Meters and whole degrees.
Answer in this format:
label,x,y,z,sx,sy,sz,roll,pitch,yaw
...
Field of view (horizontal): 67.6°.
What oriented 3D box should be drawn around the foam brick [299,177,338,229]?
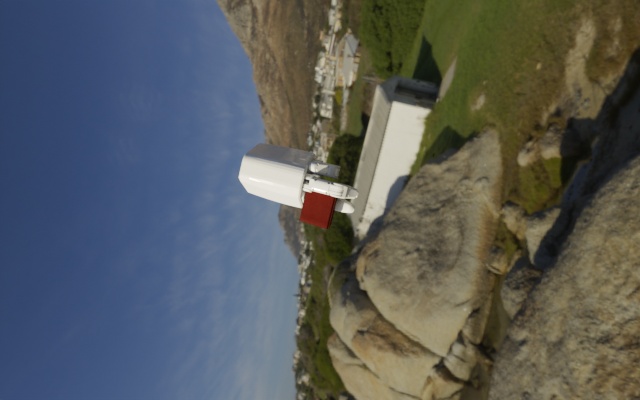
label,x,y,z,sx,sy,sz,roll,pitch,yaw
foam brick,0.000,0.003,0.809,0.051,0.078,0.053,14,4,5
